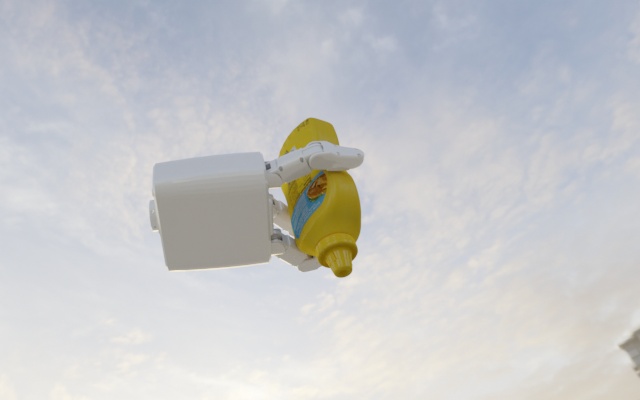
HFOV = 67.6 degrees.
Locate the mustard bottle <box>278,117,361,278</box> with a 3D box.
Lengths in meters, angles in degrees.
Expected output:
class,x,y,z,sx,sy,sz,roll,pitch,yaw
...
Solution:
class,x,y,z,sx,sy,sz,roll,pitch,yaw
mustard bottle,0.000,0.002,0.514,0.058,0.096,0.191,14,38,-28
